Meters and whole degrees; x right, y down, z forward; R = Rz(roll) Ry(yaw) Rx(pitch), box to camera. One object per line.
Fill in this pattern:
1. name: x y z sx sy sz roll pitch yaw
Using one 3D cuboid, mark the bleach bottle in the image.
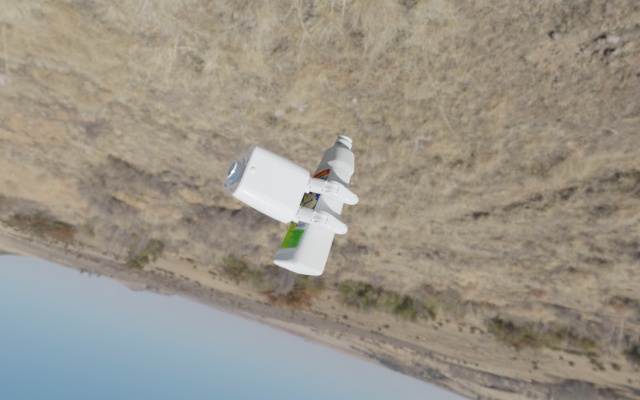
1. bleach bottle: 0.000 0.003 0.843 0.068 0.250 0.102 27 -18 -26
